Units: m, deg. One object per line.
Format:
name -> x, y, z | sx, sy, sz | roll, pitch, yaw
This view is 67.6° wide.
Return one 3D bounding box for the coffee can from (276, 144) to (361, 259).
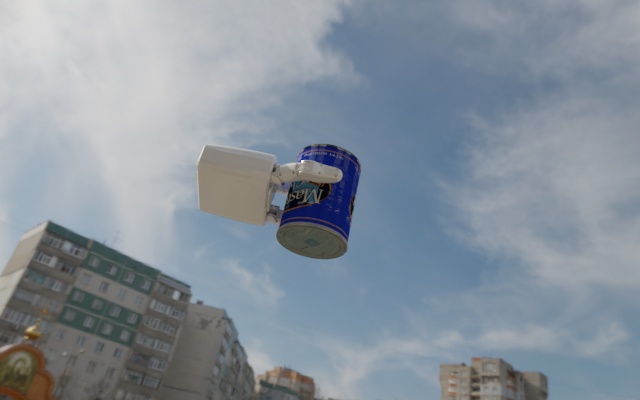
coffee can -> 0.000, 0.002, 0.709 | 0.103, 0.140, 0.103 | 9, -30, 5
